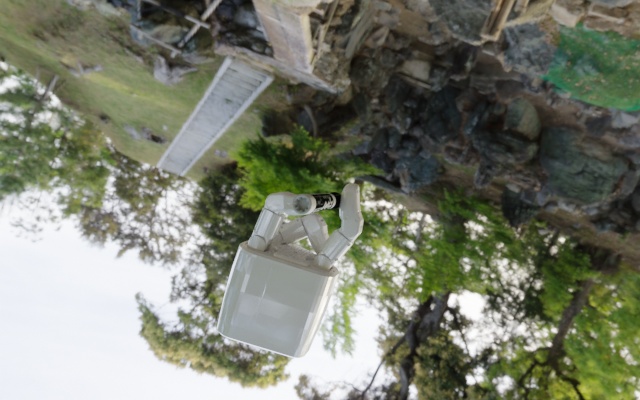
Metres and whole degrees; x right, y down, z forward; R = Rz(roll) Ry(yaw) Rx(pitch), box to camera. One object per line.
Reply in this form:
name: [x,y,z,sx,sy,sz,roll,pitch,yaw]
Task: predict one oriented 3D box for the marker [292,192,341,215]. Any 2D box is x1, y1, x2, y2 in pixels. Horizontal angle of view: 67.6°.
marker: [0.000,0.002,0.481,0.020,0.020,0.121,0,2,16]
